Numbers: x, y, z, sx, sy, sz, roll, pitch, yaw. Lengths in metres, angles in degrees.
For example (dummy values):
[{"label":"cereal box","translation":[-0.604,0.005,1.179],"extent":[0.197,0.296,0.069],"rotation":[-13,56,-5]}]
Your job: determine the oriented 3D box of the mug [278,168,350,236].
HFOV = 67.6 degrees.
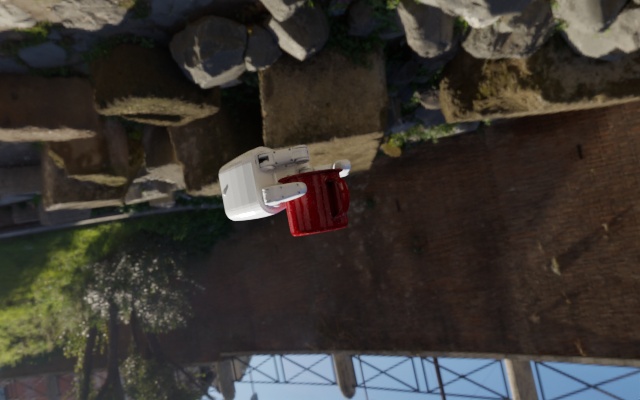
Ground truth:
[{"label":"mug","translation":[0.001,0.002,0.658],"extent":[0.093,0.081,0.117],"rotation":[-8,-3,-39]}]
